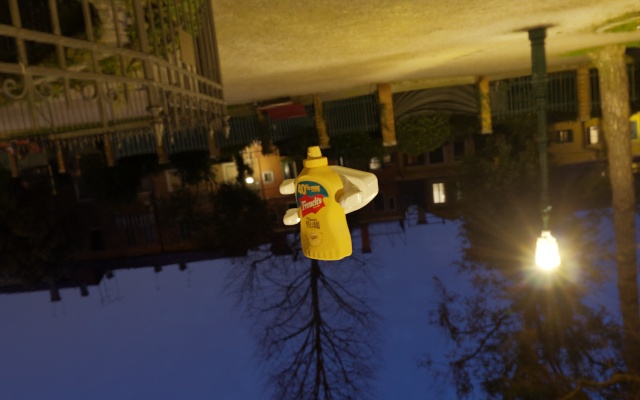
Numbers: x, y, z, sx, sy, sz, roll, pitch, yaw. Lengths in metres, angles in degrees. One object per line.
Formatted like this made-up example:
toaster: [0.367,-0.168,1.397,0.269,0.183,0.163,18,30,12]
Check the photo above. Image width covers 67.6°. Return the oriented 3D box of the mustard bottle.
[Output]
mustard bottle: [0.000,0.003,0.822,0.058,0.191,0.096,-15,11,-43]
